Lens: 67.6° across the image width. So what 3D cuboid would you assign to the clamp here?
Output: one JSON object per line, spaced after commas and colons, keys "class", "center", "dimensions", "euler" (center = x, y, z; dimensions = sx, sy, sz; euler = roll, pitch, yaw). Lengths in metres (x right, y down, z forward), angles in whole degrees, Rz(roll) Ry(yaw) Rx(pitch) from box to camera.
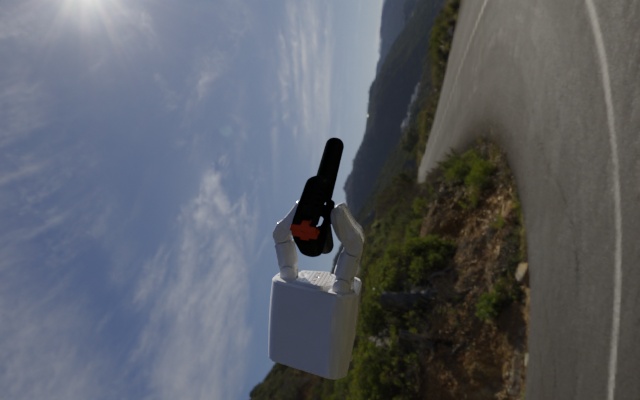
{"class": "clamp", "center": [-0.001, 0.002, 0.583], "dimensions": [0.036, 0.164, 0.210], "euler": [6, 6, 8]}
